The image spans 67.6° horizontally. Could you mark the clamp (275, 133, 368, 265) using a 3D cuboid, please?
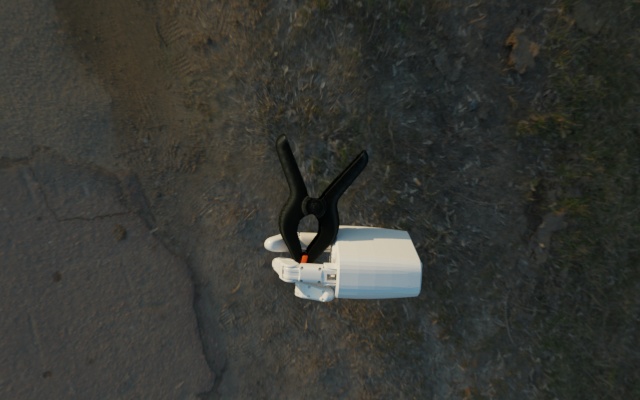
[{"bbox_3d":[0.000,0.002,0.614,0.120,0.171,0.039,2,7,-3],"label":"clamp"}]
